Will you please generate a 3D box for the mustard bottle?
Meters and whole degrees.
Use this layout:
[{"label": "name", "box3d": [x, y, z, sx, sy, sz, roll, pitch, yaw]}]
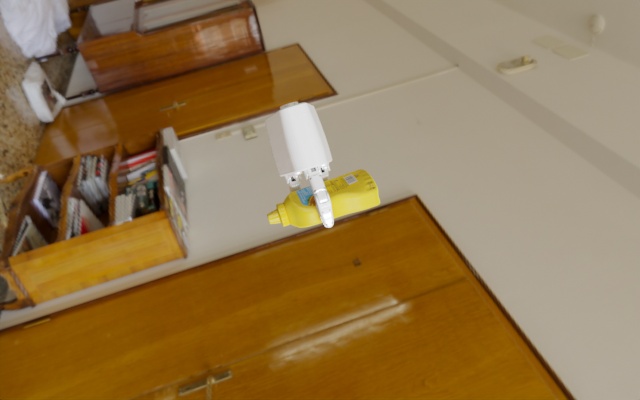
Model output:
[{"label": "mustard bottle", "box3d": [0.000, 0.003, 0.835, 0.191, 0.058, 0.096, -18, 29, -7]}]
